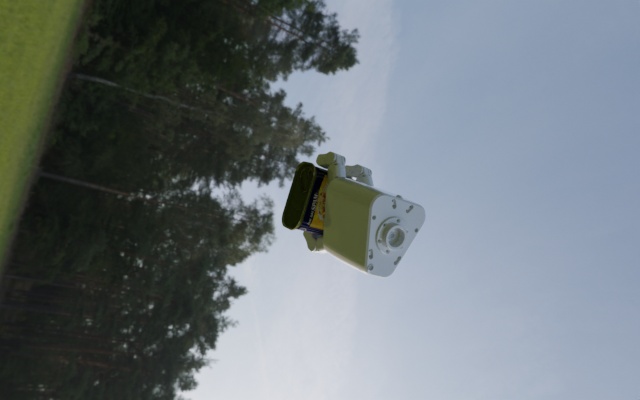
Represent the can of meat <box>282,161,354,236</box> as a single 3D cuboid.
[{"bbox_3d":[0.000,0.003,0.717,0.084,0.102,0.057,17,1,-30],"label":"can of meat"}]
